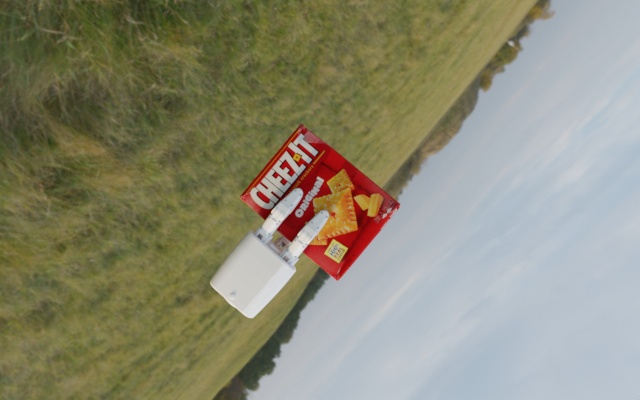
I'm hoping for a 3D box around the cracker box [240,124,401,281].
[{"bbox_3d":[0.000,0.003,0.798,0.213,0.164,0.072,40,0,5],"label":"cracker box"}]
